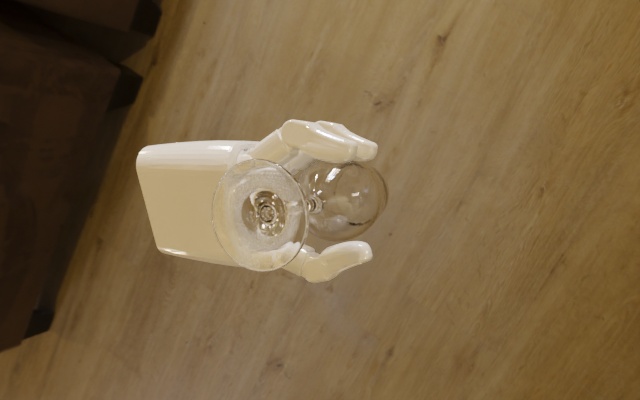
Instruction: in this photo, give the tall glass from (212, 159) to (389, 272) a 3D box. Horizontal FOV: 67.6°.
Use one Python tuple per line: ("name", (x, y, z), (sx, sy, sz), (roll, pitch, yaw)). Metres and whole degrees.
("tall glass", (0.000, 0.001, 0.400), (0.079, 0.079, 0.201), (0, 5, 25))
